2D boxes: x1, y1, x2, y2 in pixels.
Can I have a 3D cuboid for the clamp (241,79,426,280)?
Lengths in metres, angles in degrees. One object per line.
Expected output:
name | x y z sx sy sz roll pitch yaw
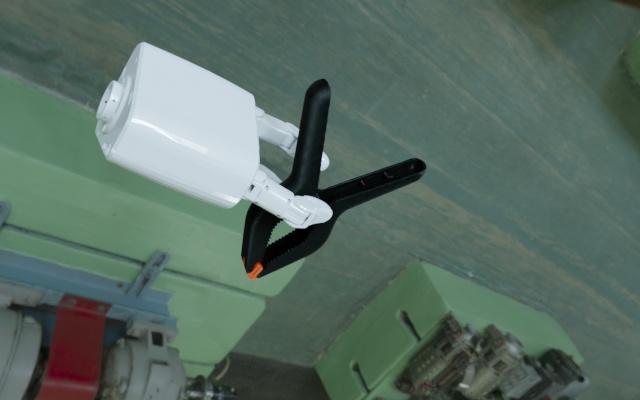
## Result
clamp | 0.000 0.002 0.477 0.164 0.210 0.036 23 24 -35
